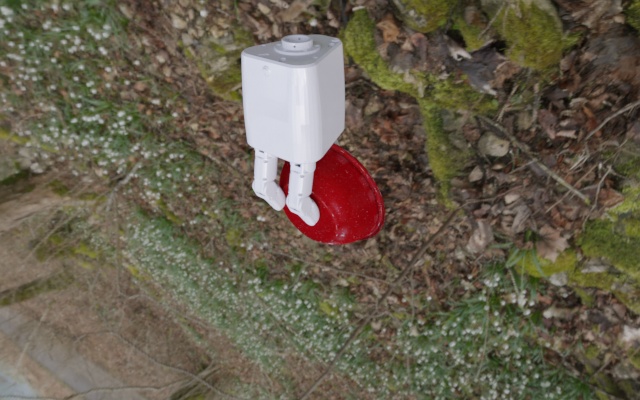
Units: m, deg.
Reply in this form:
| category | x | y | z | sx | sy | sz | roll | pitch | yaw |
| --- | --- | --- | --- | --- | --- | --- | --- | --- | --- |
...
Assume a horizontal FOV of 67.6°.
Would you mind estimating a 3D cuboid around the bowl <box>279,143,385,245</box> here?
| category | x | y | z | sx | sy | sz | roll | pitch | yaw |
| --- | --- | --- | --- | --- | --- | --- | --- | --- | --- |
| bowl | 0.000 | 0.003 | 0.610 | 0.162 | 0.162 | 0.055 | 0 | 35 | 48 |
